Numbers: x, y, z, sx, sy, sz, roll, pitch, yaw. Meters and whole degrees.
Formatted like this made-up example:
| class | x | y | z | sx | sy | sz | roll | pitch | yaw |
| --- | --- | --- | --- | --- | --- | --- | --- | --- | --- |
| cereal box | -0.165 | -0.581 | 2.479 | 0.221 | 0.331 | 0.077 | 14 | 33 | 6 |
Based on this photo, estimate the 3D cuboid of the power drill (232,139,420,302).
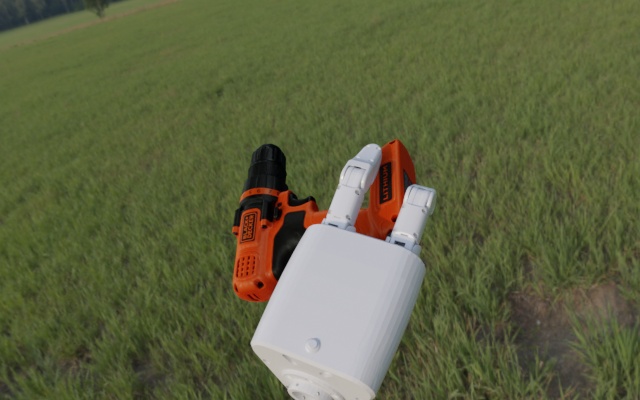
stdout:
| class | x | y | z | sx | sy | sz | roll | pitch | yaw |
| --- | --- | --- | --- | --- | --- | --- | --- | --- | --- |
| power drill | 0.000 | 0.002 | 0.478 | 0.187 | 0.184 | 0.057 | -15 | -34 | 24 |
